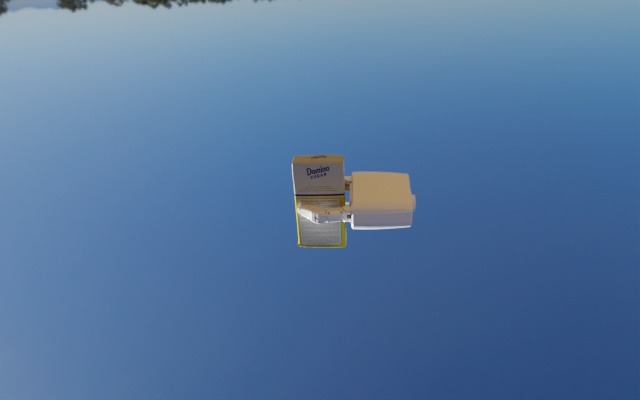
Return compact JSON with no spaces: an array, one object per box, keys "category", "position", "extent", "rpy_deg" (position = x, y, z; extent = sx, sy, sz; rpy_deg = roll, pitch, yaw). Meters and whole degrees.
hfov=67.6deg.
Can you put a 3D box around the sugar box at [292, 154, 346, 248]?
[{"category":"sugar box","position":[0.000,0.003,0.885],"extent":[0.093,0.176,0.048],"rpy_deg":[0,25,4]}]
